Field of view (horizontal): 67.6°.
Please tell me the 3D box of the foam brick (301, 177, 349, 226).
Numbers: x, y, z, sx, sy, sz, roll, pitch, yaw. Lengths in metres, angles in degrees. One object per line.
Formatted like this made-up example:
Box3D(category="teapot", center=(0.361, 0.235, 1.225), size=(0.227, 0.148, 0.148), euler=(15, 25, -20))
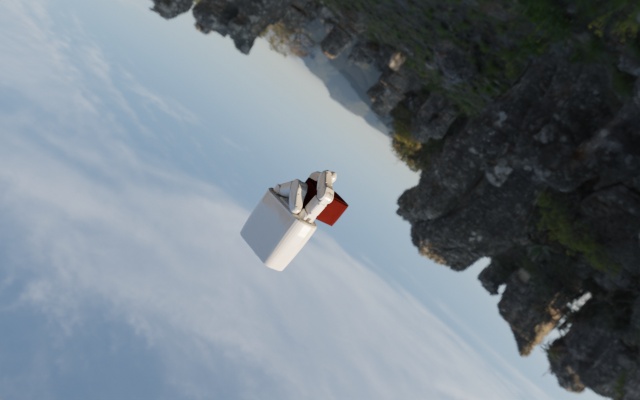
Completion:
Box3D(category="foam brick", center=(0.000, 0.003, 0.872), size=(0.078, 0.051, 0.053), euler=(27, 14, -38))
